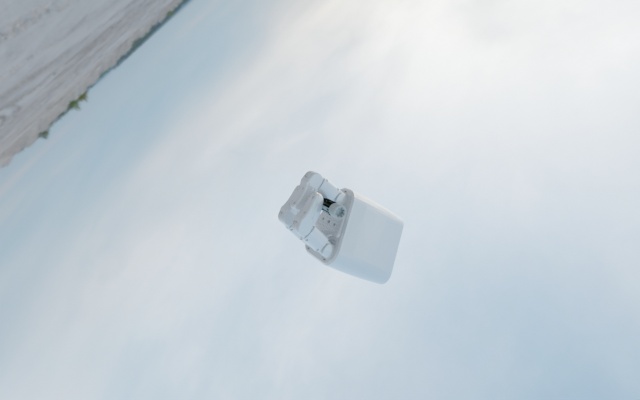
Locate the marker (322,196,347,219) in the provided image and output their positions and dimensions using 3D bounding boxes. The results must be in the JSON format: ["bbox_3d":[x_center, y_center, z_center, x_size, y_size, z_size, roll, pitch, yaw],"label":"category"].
[{"bbox_3d":[0.000,0.002,0.658,0.020,0.020,0.121,0,12,-25],"label":"marker"}]
